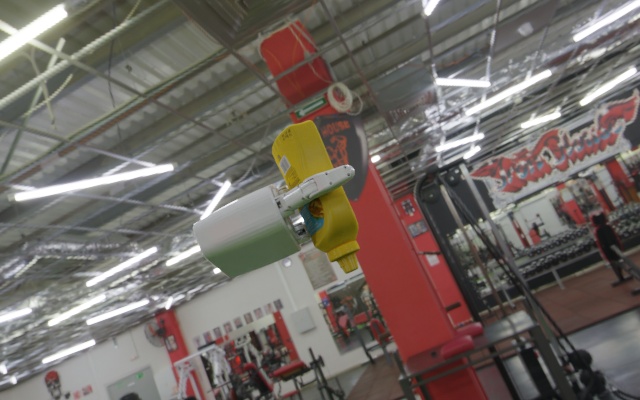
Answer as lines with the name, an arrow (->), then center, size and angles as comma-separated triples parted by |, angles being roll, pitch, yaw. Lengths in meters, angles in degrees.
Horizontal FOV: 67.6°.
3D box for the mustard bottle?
mustard bottle -> 0.000, 0.002, 0.607 | 0.058, 0.191, 0.096 | -19, -13, -24
